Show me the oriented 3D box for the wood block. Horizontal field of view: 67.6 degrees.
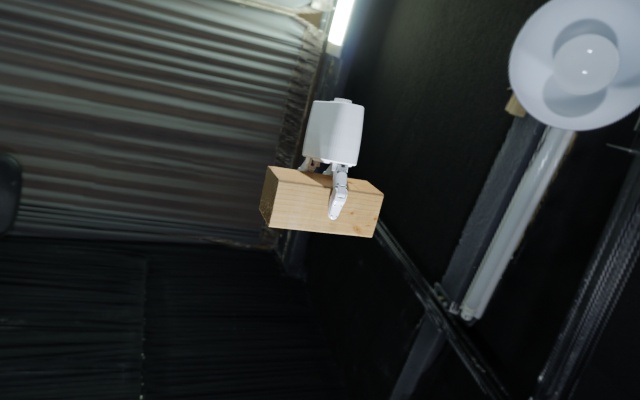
[{"bbox_3d":[0.000,0.003,0.897,0.206,0.090,0.090,7,18,-21],"label":"wood block"}]
